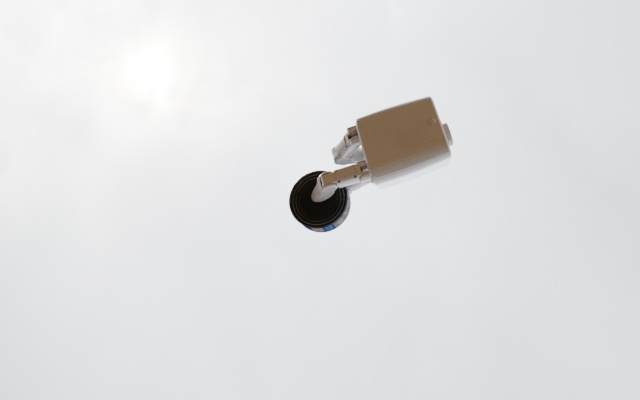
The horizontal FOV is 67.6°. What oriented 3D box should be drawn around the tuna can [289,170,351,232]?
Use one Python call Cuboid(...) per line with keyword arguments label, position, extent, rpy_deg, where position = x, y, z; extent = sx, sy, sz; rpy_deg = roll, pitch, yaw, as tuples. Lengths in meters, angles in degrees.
Cuboid(label="tuna can", position=(0.000, 0.002, 0.690), extent=(0.086, 0.086, 0.034), rpy_deg=(0, -17, 15))
